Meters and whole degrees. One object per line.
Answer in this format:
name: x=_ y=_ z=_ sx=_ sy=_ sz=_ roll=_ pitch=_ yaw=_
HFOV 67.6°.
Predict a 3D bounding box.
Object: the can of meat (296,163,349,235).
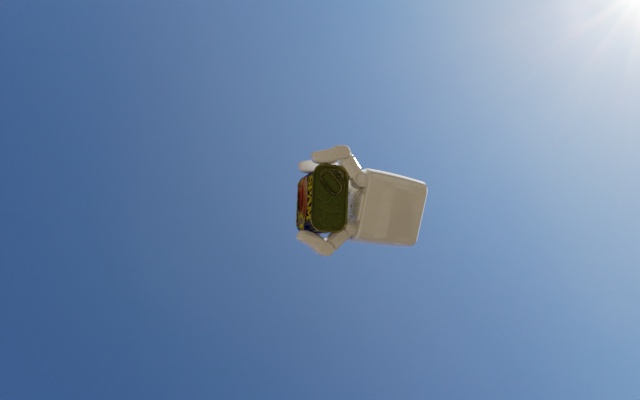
can of meat: x=0.000 y=0.003 z=0.733 sx=0.057 sy=0.102 sz=0.084 roll=6 pitch=-11 yaw=-20
